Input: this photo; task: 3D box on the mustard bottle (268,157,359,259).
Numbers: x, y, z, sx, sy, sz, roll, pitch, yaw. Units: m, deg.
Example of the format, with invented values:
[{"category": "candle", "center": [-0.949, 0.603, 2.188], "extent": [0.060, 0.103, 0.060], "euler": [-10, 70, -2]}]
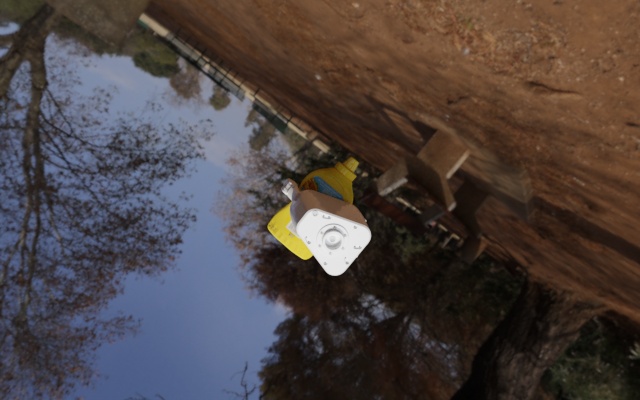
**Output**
[{"category": "mustard bottle", "center": [0.000, 0.003, 0.838], "extent": [0.096, 0.191, 0.058], "euler": [40, 7, 9]}]
